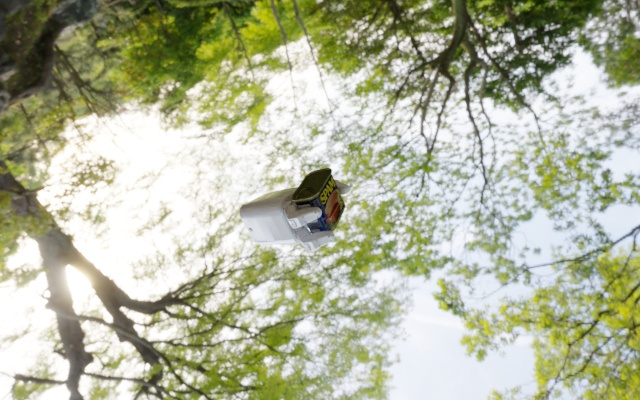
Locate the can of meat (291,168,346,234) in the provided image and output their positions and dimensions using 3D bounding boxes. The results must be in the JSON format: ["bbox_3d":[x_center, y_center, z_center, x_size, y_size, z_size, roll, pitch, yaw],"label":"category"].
[{"bbox_3d":[0.000,0.003,0.880,0.057,0.084,0.102,-9,30,29],"label":"can of meat"}]
